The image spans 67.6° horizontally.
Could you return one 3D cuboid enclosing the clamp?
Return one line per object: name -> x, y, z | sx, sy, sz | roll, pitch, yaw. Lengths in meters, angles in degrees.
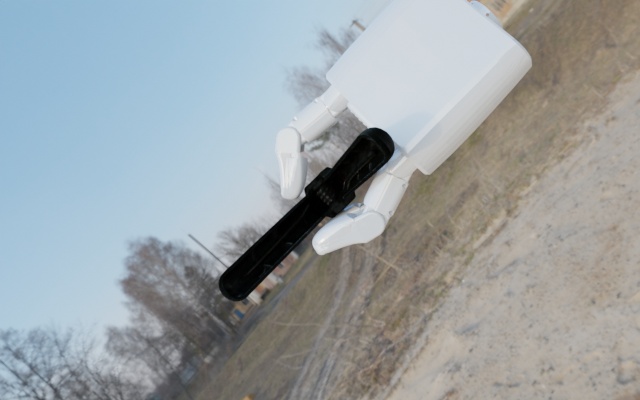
clamp -> 0.000, 0.000, 0.406 | 0.164, 0.036, 0.210 | -43, 0, 13
